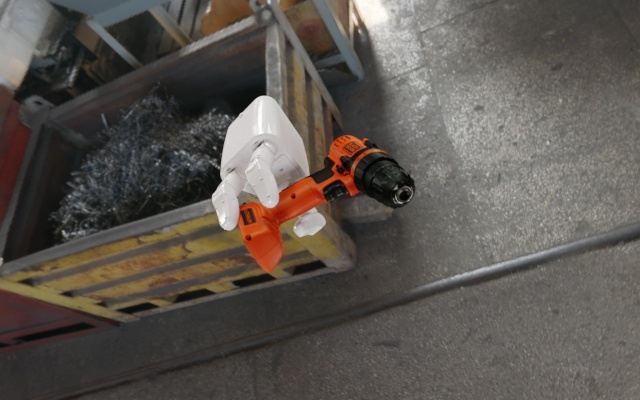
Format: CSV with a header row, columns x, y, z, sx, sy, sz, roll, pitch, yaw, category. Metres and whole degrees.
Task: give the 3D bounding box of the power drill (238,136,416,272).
x,y,z,sx,sy,sz,roll,pitch,yaw,category
0.000,0.002,0.543,0.187,0.057,0.184,-32,24,-4,power drill
